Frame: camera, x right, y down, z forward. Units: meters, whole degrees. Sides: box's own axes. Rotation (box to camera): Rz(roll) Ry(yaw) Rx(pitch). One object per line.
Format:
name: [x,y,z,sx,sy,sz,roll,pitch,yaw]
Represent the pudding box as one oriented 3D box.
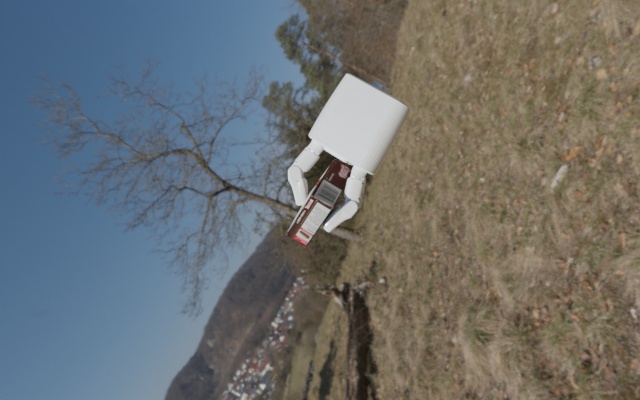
pudding box: [0.000,0.002,0.709,0.039,0.090,0.113,33,37,1]
